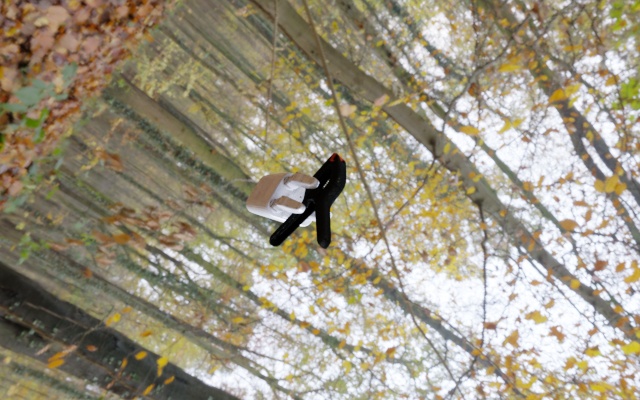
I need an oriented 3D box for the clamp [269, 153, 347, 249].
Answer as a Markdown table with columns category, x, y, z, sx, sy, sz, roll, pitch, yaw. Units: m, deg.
| category | x | y | z | sx | sy | sz | roll | pitch | yaw |
| --- | --- | --- | --- | --- | --- | --- | --- | --- | --- |
| clamp | 0.001 | 0.003 | 0.881 | 0.036 | 0.210 | 0.164 | 41 | -20 | -31 |
